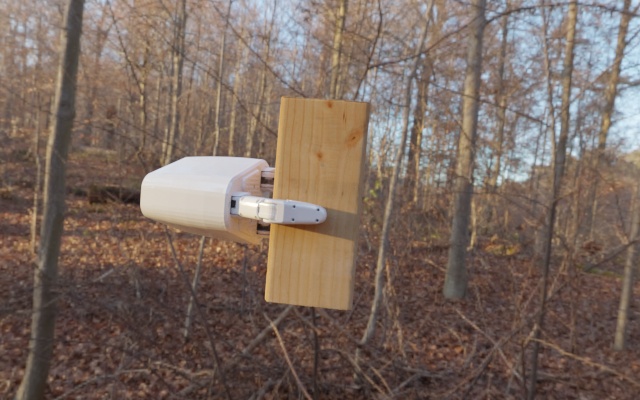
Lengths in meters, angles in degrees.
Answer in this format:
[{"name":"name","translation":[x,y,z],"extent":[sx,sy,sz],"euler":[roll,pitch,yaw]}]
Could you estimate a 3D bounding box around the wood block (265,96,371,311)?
[{"name":"wood block","translation":[0.000,0.002,0.512],"extent":[0.090,0.206,0.091],"euler":[5,4,5]}]
